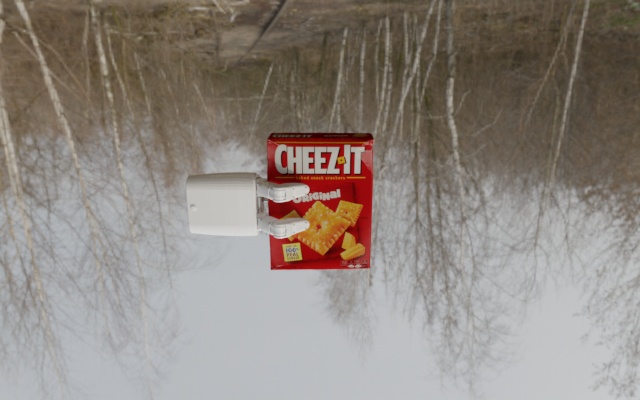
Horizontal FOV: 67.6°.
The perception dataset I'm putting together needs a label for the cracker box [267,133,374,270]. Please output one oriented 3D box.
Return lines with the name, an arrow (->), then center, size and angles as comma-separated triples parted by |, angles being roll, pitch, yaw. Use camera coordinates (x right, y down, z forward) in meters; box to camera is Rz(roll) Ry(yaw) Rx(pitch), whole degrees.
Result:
cracker box -> 0.000, 0.003, 0.761 | 0.164, 0.214, 0.072 | 0, 15, 0
